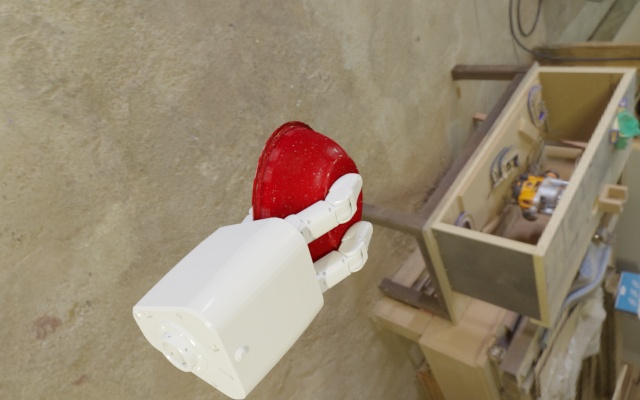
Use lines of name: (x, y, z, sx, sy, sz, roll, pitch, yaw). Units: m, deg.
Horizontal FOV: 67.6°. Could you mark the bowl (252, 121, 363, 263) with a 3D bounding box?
bowl: (0.001, 0.001, 0.474, 0.055, 0.162, 0.162, 1, 1, 27)
